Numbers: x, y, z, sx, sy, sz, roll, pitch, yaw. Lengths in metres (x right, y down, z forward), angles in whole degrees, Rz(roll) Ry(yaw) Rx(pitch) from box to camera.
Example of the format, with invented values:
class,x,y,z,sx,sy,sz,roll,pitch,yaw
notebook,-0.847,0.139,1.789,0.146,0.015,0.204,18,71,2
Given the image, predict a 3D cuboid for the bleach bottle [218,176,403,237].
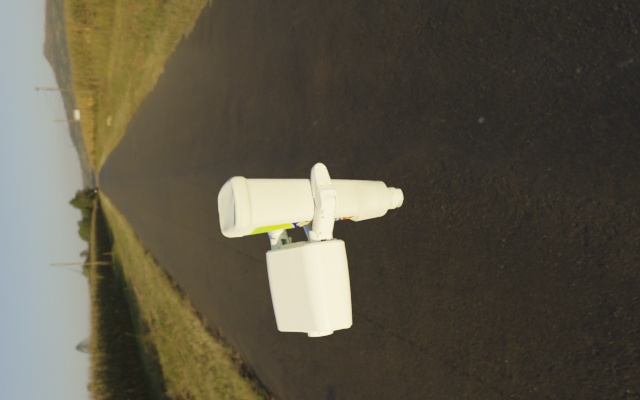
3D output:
class,x,y,z,sx,sy,sz,roll,pitch,yaw
bleach bottle,0.000,0.002,0.627,0.251,0.068,0.102,-4,-9,-24
